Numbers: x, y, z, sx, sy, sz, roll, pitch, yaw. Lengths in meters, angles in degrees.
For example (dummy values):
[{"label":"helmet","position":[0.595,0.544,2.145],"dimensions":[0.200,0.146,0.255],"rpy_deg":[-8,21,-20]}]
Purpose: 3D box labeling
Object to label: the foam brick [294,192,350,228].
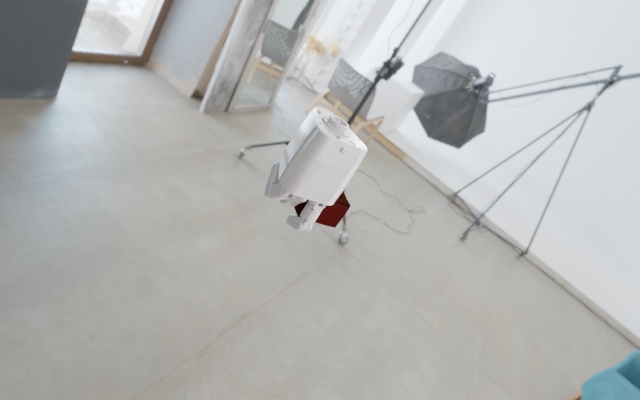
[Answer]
[{"label":"foam brick","position":[0.000,0.003,0.788],"dimensions":[0.078,0.051,0.053],"rpy_deg":[17,30,-32]}]
